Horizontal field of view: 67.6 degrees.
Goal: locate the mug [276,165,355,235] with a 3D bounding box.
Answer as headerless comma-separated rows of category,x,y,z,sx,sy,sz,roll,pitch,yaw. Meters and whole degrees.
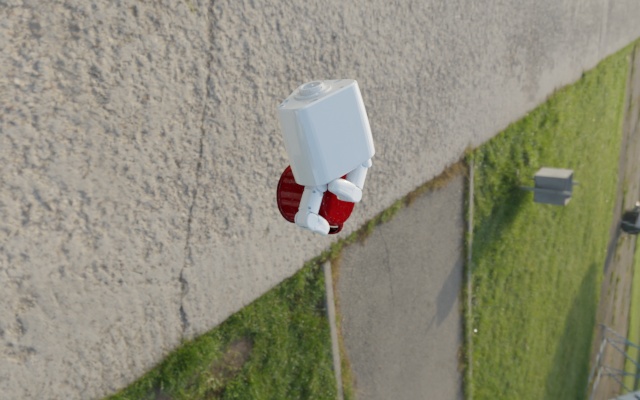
mug,0.001,0.004,0.696,0.081,0.117,0.093,8,38,38
